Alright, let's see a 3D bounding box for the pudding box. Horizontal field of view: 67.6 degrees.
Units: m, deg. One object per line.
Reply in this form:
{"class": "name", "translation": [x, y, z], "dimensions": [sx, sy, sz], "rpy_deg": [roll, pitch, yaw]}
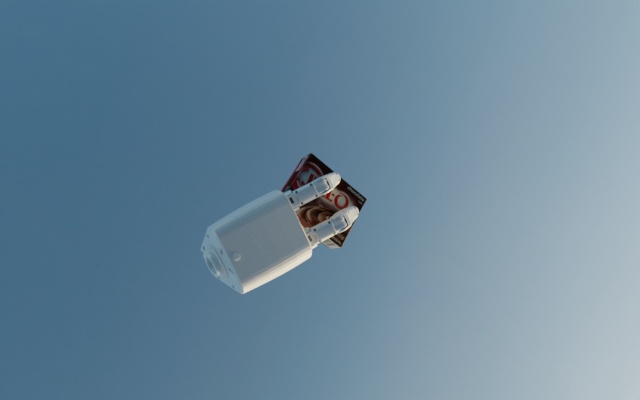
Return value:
{"class": "pudding box", "translation": [0.000, 0.002, 0.683], "dimensions": [0.113, 0.090, 0.039], "rpy_deg": [39, -26, -19]}
